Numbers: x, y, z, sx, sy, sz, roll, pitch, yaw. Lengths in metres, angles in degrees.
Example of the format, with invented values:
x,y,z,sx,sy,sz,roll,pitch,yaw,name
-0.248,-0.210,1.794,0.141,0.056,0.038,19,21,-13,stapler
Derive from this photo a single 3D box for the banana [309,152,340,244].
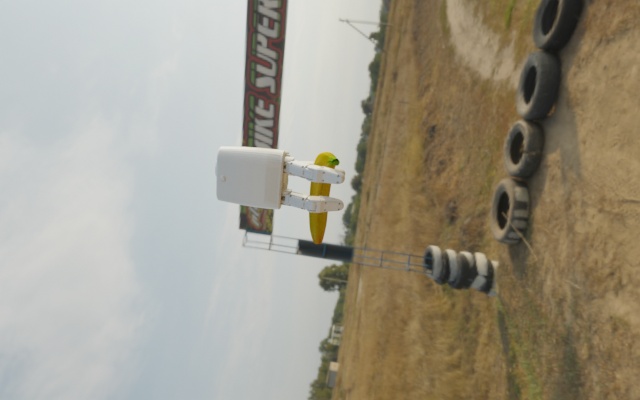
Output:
x,y,z,sx,sy,sz,roll,pitch,yaw,name
0.000,-0.013,0.814,0.037,0.198,0.069,4,43,-5,banana
